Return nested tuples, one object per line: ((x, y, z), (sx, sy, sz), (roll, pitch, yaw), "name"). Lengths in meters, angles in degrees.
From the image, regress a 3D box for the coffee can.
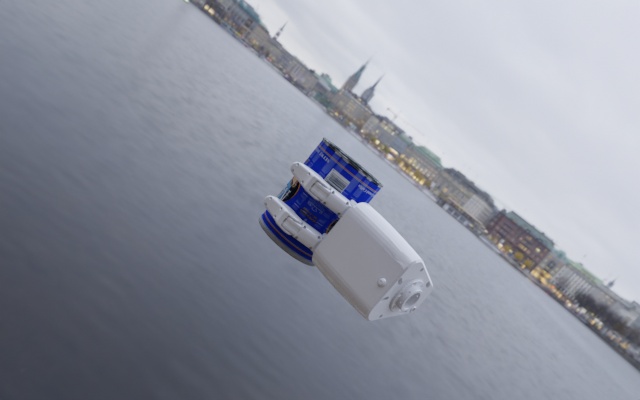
((0.000, 0.002, 0.639), (0.103, 0.140, 0.103), (38, 9, -7), "coffee can")
